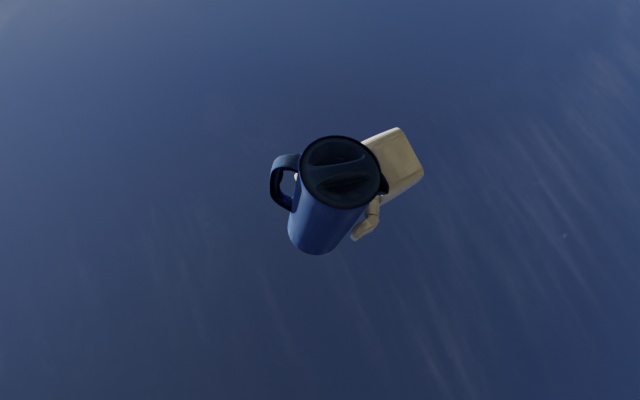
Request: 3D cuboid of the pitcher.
[{"bbox_3d":[0.000,0.003,0.833,0.145,0.149,0.243,-30,-17,-25],"label":"pitcher"}]
